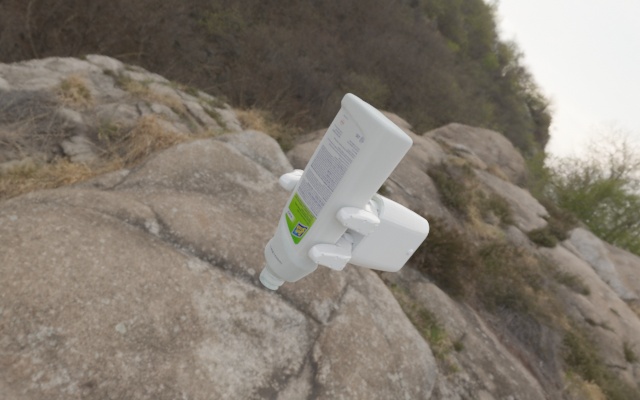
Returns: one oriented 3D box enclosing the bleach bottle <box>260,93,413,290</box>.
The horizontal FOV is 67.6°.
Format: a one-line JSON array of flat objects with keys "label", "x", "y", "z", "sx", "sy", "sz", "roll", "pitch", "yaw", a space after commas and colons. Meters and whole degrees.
[{"label": "bleach bottle", "x": 0.000, "y": 0.002, "z": 0.581, "sx": 0.068, "sy": 0.251, "sz": 0.102, "roll": 22, "pitch": 21, "yaw": -38}]
